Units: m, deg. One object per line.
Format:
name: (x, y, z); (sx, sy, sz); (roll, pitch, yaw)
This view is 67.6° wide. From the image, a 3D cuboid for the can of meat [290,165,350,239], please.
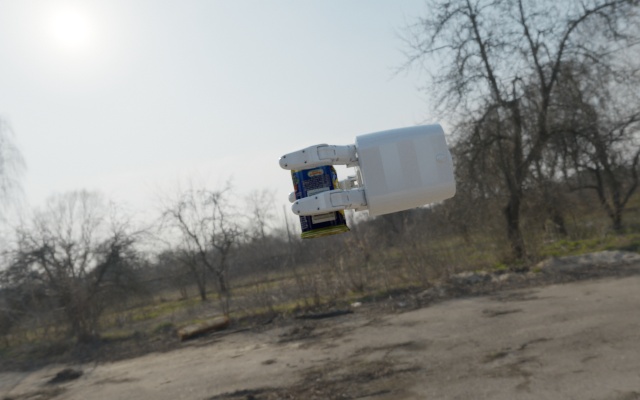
can of meat: (0.000, 0.002, 0.599); (0.057, 0.084, 0.102); (-11, -6, 5)
